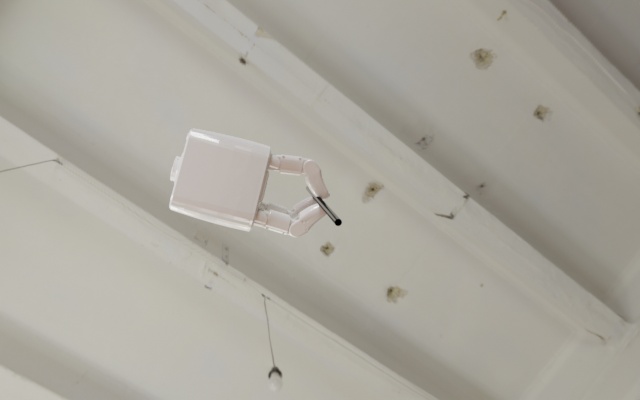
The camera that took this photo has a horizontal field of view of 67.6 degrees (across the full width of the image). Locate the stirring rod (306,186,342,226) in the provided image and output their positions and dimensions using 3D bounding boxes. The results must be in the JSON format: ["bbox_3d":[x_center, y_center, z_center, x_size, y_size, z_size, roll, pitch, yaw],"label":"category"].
[{"bbox_3d":[0.000,0.002,0.623,0.011,0.011,0.239,0,10,-9],"label":"stirring rod"}]
